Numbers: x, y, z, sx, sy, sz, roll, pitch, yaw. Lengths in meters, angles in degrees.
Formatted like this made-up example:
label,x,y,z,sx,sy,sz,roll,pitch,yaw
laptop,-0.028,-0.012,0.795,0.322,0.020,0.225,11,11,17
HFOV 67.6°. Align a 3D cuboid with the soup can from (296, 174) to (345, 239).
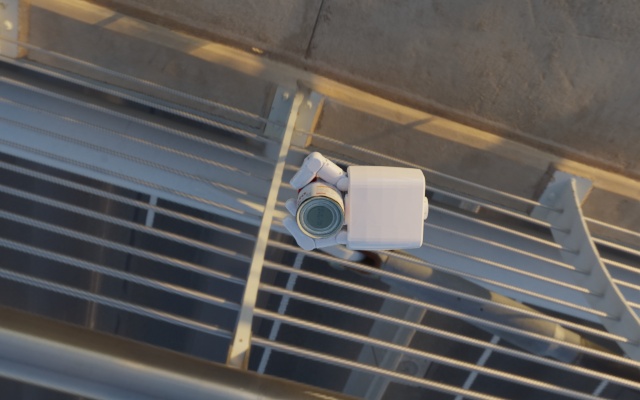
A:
label,x,y,z,sx,sy,sz,roll,pitch,yaw
soup can,0.000,0.002,0.682,0.068,0.068,0.102,0,26,1
